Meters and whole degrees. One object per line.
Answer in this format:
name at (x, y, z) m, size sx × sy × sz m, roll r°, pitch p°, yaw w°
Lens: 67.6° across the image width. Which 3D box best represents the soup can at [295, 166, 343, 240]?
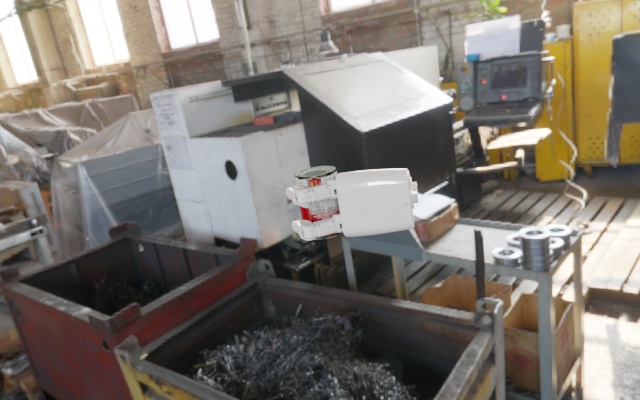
soup can at (0.000, 0.002, 0.756) m, size 0.068 × 0.102 × 0.068 m, roll -9°, pitch 16°, yaw 3°
